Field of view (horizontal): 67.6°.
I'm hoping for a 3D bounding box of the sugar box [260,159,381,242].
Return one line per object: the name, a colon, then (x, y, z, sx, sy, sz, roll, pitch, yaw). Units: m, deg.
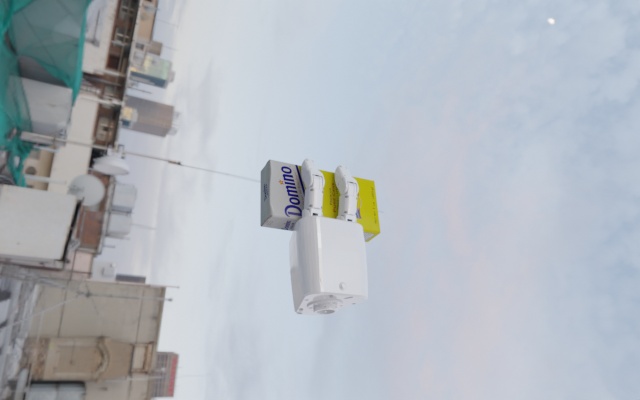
sugar box: (0.000, 0.002, 0.704, 0.176, 0.093, 0.048, 11, -31, -26)
